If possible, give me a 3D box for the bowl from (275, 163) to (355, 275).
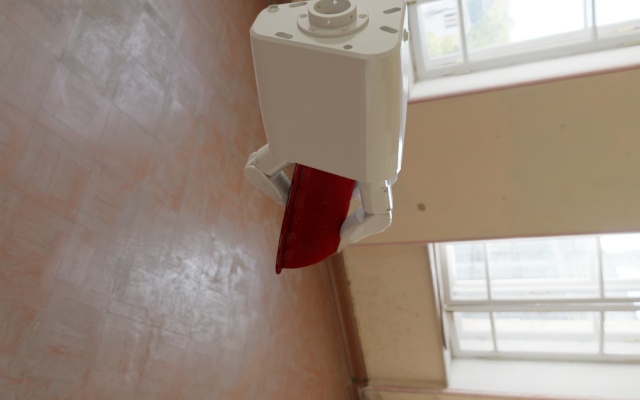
[{"bbox_3d":[0.000,0.002,0.484,0.055,0.162,0.162,13,0,1],"label":"bowl"}]
